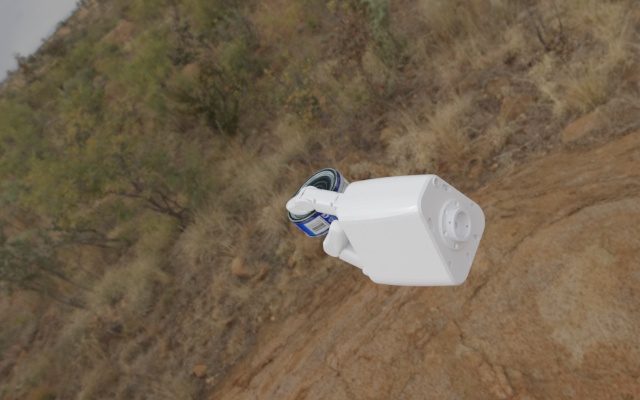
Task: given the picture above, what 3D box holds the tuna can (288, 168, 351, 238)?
[{"bbox_3d":[0.000,0.002,0.597,0.034,0.086,0.086,41,-22,-27],"label":"tuna can"}]
